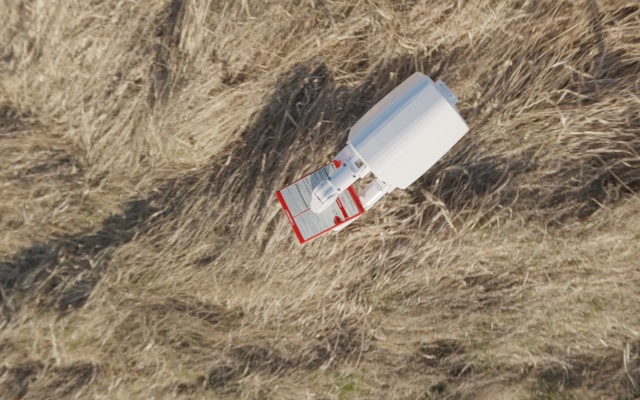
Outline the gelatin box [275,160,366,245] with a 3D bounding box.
[{"bbox_3d":[0.000,0.002,0.585,0.089,0.073,0.030,-28,-4,13],"label":"gelatin box"}]
